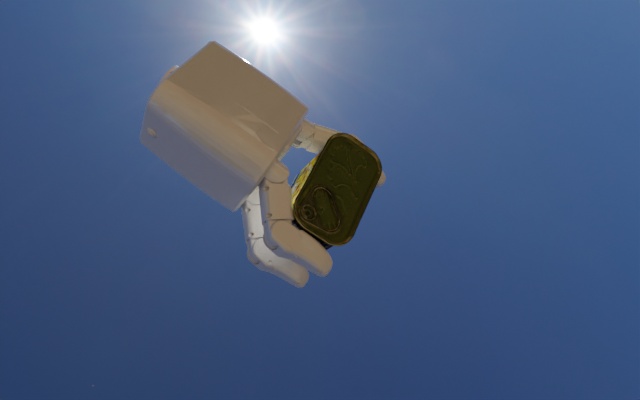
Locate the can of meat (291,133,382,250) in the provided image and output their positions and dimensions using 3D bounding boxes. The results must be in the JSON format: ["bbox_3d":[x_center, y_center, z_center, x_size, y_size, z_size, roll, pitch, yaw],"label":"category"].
[{"bbox_3d":[0.000,0.001,0.435,0.057,0.102,0.084,33,-30,-11],"label":"can of meat"}]
